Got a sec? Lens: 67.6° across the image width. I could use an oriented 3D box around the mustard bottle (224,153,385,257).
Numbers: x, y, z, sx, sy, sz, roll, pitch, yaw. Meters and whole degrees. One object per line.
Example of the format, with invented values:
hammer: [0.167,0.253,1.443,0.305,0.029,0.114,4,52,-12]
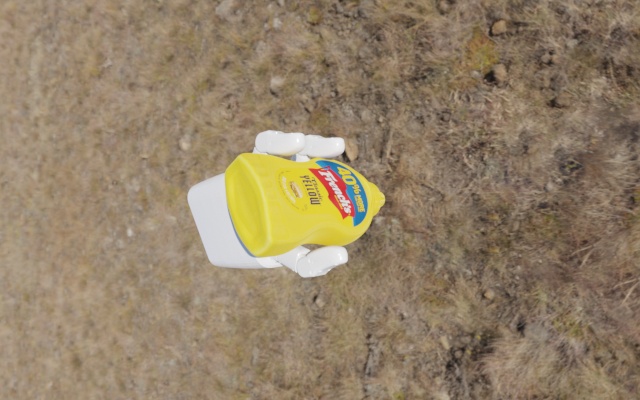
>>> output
mustard bottle: [0.000,0.002,0.493,0.191,0.096,0.058,-2,-30,-44]
